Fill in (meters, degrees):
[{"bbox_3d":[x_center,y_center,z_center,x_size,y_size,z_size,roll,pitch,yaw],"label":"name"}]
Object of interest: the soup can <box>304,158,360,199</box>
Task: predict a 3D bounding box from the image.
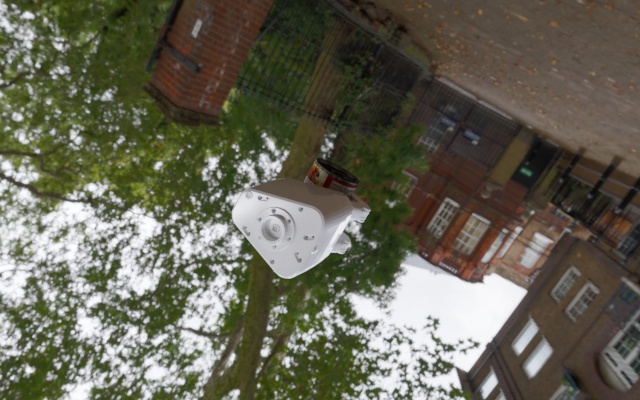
[{"bbox_3d":[0.000,0.002,0.662,0.068,0.102,0.068,27,16,-8],"label":"soup can"}]
